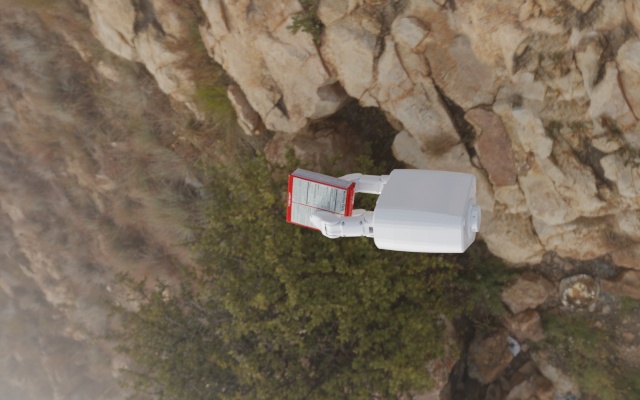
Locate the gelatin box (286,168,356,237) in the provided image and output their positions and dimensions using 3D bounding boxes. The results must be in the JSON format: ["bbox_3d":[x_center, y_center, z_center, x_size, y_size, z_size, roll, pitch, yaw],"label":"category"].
[{"bbox_3d":[0.000,0.002,0.647,0.089,0.073,0.030,14,30,17],"label":"gelatin box"}]
